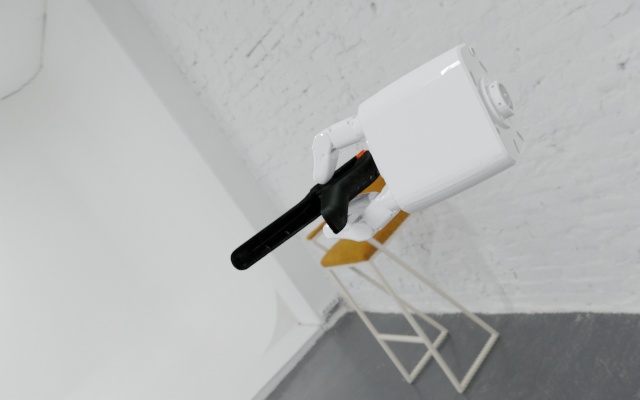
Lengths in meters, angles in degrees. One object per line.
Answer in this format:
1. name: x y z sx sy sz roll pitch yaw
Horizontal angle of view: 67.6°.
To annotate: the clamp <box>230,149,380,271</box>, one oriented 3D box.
1. clamp: 0.000 0.001 0.526 0.164 0.036 0.210 -26 12 37
